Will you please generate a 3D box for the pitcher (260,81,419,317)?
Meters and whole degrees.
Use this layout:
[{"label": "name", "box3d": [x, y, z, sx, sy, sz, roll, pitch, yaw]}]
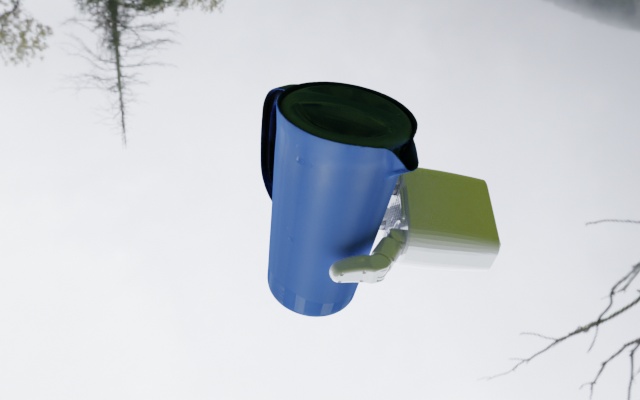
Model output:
[{"label": "pitcher", "box3d": [0.000, 0.002, 0.515, 0.145, 0.243, 0.149, 6, 36, -8]}]
